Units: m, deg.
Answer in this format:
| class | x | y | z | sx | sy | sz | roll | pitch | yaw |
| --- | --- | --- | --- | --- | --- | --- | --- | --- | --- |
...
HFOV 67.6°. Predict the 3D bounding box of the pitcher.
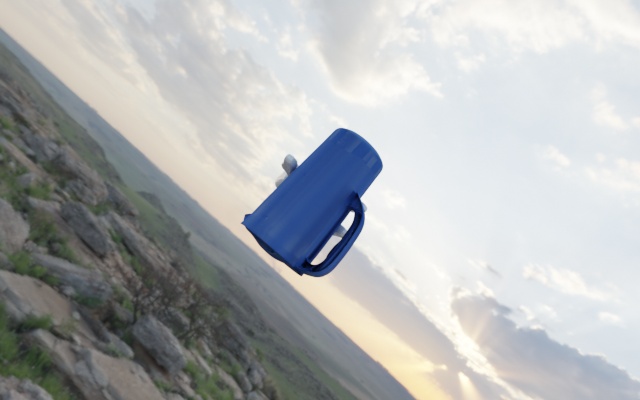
| class | x | y | z | sx | sy | sz | roll | pitch | yaw |
| --- | --- | --- | --- | --- | --- | --- | --- | --- | --- |
| pitcher | 0.000 | 0.003 | 0.797 | 0.149 | 0.243 | 0.145 | 43 | -10 | -12 |
